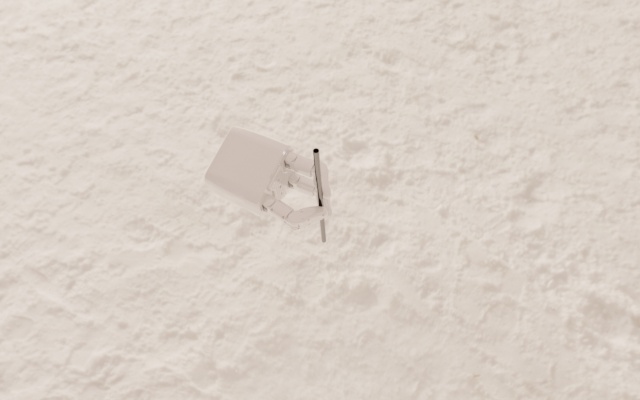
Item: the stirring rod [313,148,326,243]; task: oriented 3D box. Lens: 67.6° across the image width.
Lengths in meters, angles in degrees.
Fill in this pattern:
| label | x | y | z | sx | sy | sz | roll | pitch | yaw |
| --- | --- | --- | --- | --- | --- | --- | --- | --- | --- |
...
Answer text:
| label | x | y | z | sx | sy | sz | roll | pitch | yaw |
| --- | --- | --- | --- | --- | --- | --- | --- | --- | --- |
| stirring rod | 0.000 | 0.002 | 0.704 | 0.011 | 0.011 | 0.240 | 0 | -33 | 3 |
